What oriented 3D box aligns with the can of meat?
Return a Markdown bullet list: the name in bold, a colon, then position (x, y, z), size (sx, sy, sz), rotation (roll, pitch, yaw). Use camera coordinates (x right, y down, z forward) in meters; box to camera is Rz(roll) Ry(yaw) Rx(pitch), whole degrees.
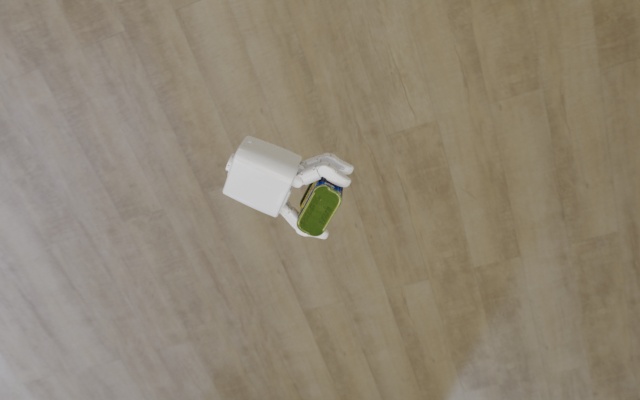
- **can of meat**: position (0.000, 0.003, 0.835), size (0.057, 0.102, 0.084), rotation (26, 23, -7)
